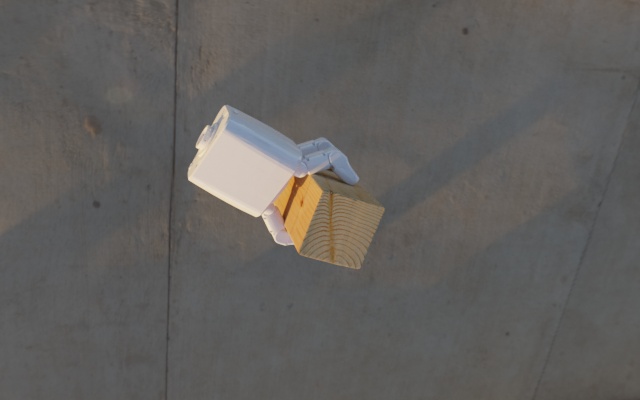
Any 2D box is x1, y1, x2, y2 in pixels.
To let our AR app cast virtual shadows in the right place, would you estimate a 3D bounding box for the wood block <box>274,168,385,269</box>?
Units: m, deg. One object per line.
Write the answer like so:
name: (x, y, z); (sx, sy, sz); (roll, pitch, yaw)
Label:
wood block: (0.000, 0.002, 0.677); (0.090, 0.091, 0.206); (16, 15, -21)
